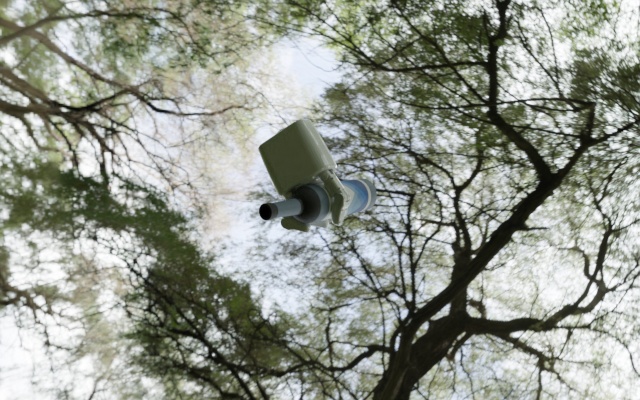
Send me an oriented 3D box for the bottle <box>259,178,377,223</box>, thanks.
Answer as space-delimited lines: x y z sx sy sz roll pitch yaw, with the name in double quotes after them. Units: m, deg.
0.000 0.003 0.861 0.069 0.069 0.295 0 6 36 "bottle"
